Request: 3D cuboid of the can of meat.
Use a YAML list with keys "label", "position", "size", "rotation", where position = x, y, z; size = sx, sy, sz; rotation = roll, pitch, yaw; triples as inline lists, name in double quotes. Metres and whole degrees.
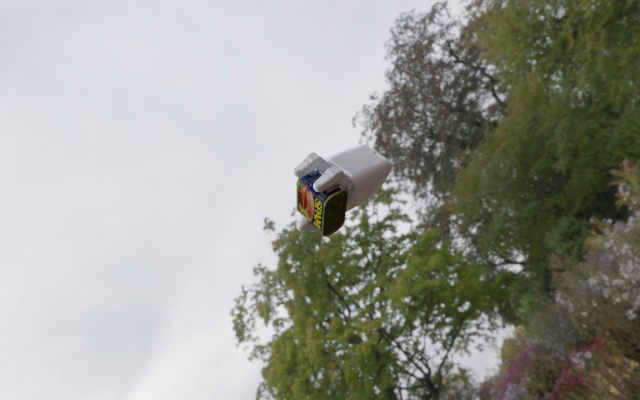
- label: "can of meat"
  position: [0.000, 0.003, 0.894]
  size: [0.057, 0.102, 0.084]
  rotation: [-29, 52, -30]
